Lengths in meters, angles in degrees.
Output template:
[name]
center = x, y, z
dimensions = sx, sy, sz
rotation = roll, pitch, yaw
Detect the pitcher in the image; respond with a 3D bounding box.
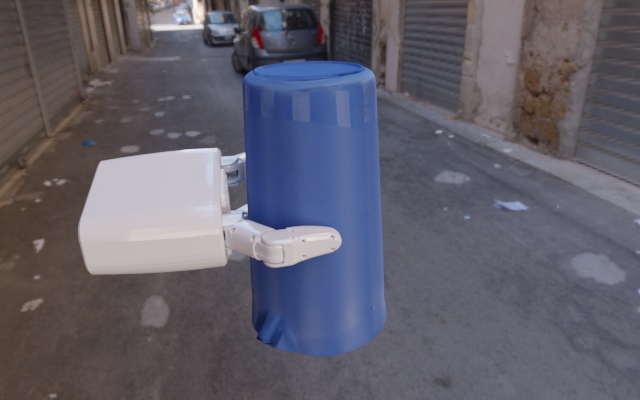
[pitcher]
center = 0.000, 0.001, 0.438
dimensions = 0.145, 0.243, 0.149
rotation = -5, 23, -8
